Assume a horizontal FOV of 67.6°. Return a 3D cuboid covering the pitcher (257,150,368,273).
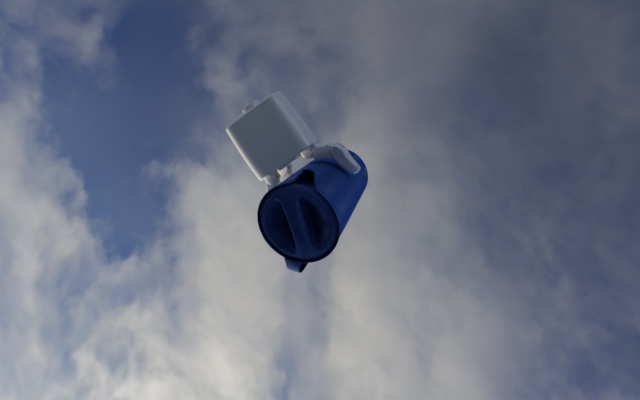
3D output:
[{"bbox_3d":[0.000,0.003,0.820,0.149,0.145,0.242,-31,8,29],"label":"pitcher"}]
